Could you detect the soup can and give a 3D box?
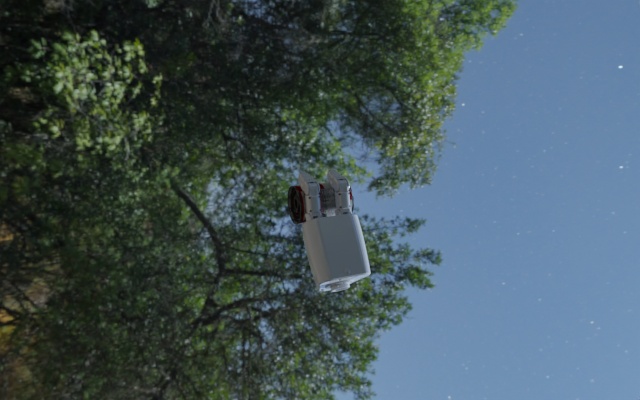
[{"bbox_3d":[0.000,0.002,0.848,0.102,0.068,0.068,-7,2,-21],"label":"soup can"}]
